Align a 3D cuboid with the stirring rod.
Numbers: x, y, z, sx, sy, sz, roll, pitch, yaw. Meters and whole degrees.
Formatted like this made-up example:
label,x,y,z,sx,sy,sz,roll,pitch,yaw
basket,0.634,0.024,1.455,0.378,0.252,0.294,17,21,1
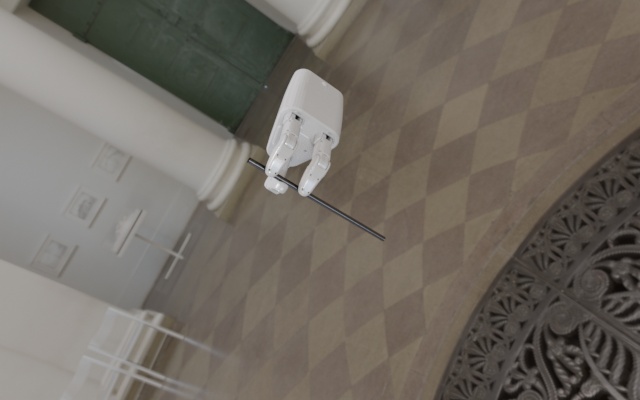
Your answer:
label,x,y,z,sx,sy,sz,roll,pitch,yaw
stirring rod,0.000,0.002,0.685,0.239,0.011,0.011,30,-12,-22
